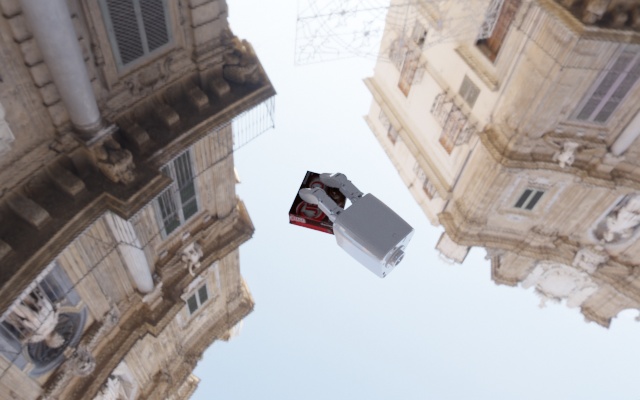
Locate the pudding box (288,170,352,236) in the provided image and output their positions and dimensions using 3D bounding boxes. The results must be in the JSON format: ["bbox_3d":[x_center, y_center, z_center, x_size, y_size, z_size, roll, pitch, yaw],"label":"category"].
[{"bbox_3d":[0.000,0.003,0.877,0.090,0.113,0.039,14,-40,9],"label":"pudding box"}]
